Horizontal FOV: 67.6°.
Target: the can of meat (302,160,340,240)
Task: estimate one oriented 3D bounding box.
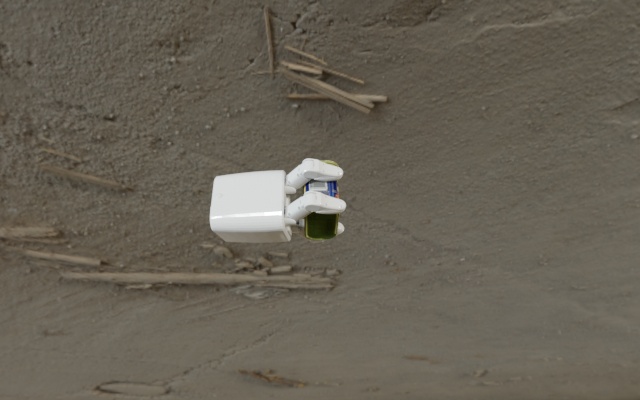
[{"bbox_3d":[0.000,0.003,0.732,0.057,0.084,0.102,-1,-33,-1],"label":"can of meat"}]
